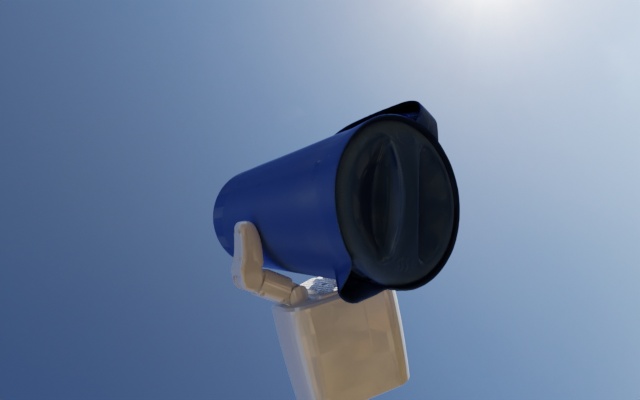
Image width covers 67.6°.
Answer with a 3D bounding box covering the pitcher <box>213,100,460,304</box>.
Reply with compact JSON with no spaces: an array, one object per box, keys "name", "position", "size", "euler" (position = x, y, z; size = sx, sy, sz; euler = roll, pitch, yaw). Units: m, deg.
[{"name":"pitcher","position":[0.000,0.002,0.453],"size":[0.149,0.145,0.243],"euler":[-16,5,-36]}]
